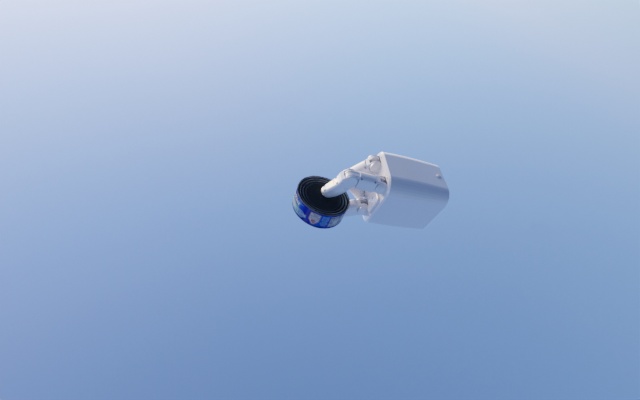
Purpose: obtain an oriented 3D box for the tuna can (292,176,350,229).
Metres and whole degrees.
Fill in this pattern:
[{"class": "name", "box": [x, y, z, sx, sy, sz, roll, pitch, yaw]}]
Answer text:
[{"class": "tuna can", "box": [0.000, 0.003, 0.743, 0.086, 0.086, 0.034, 0, -44, -27]}]
